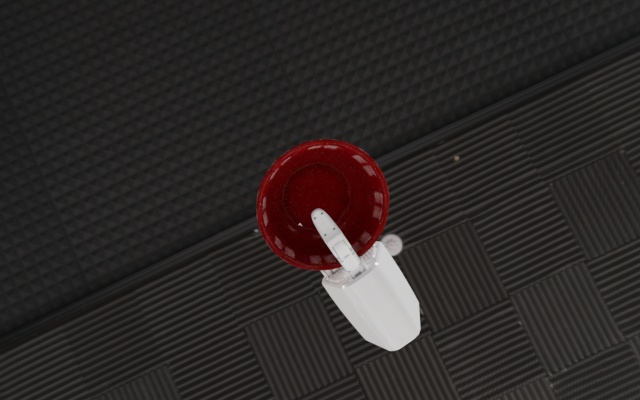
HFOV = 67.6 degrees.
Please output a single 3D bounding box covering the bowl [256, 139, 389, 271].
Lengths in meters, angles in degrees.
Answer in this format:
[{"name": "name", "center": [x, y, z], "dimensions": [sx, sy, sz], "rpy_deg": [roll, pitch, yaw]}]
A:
[{"name": "bowl", "center": [0.000, 0.001, 0.591], "dimensions": [0.162, 0.162, 0.055], "rpy_deg": [0, 14, -11]}]
